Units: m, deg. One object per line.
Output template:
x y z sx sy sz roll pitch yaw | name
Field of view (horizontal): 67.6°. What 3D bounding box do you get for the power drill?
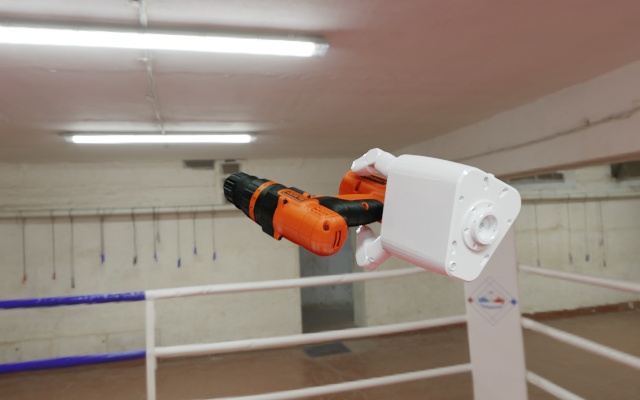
0.001 0.002 0.575 0.187 0.057 0.184 -12 29 -44 | power drill
